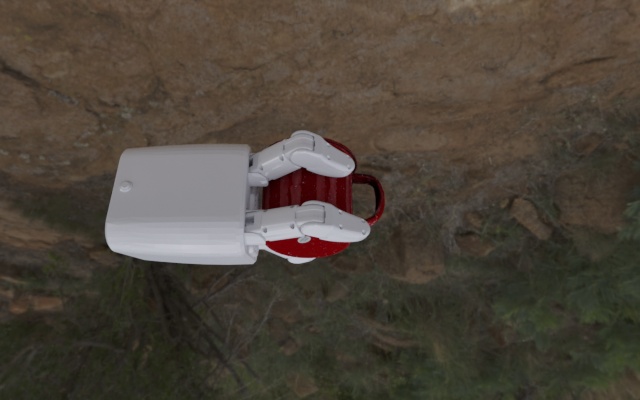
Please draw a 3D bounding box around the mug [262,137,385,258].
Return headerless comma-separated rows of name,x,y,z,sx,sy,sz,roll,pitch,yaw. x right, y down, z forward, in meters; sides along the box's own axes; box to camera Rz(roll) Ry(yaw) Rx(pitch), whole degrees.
mug,0.002,0.002,0.435,0.117,0.081,0.093,1,-29,-2
